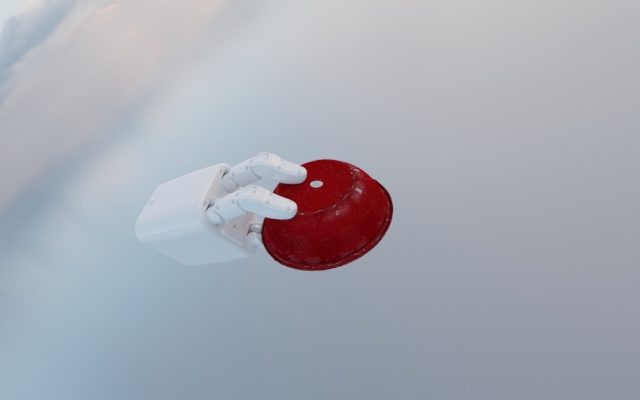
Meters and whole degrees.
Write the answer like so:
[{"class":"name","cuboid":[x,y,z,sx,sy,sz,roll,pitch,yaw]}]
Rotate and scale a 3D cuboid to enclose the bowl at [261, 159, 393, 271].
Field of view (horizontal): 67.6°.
[{"class":"bowl","cuboid":[0.001,0.001,0.551,0.162,0.055,0.162,-11,41,9]}]
